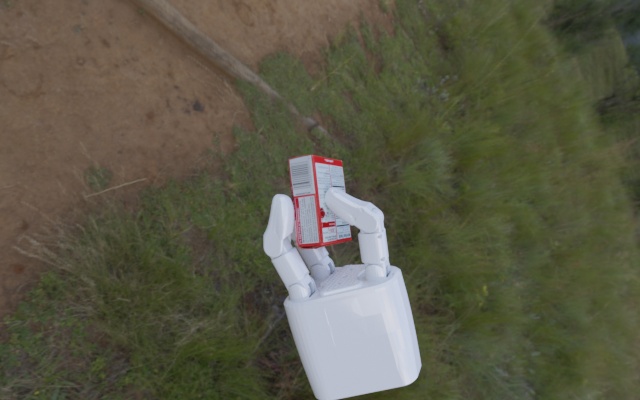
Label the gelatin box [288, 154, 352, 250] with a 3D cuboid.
[{"bbox_3d":[0.000,0.001,0.481,0.030,0.089,0.073,-7,-3,25],"label":"gelatin box"}]
